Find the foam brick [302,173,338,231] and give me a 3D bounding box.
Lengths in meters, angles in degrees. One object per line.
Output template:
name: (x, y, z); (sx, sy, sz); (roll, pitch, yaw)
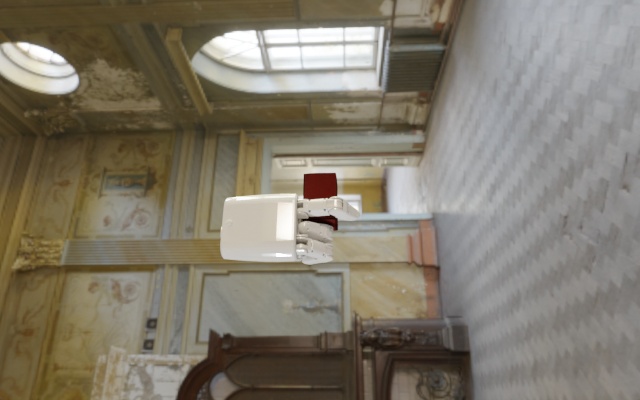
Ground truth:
foam brick: (0.000, 0.002, 0.728); (0.051, 0.078, 0.053); (-1, -24, 4)
